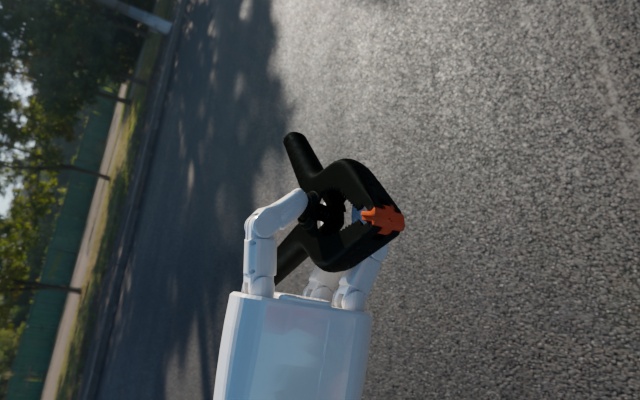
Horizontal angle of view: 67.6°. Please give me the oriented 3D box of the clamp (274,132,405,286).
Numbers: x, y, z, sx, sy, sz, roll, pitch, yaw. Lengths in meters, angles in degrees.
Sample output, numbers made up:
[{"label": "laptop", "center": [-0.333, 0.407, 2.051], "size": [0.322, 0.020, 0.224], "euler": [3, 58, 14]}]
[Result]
[{"label": "clamp", "center": [0.000, 0.001, 0.426], "size": [0.036, 0.164, 0.210], "euler": [12, -11, -28]}]
